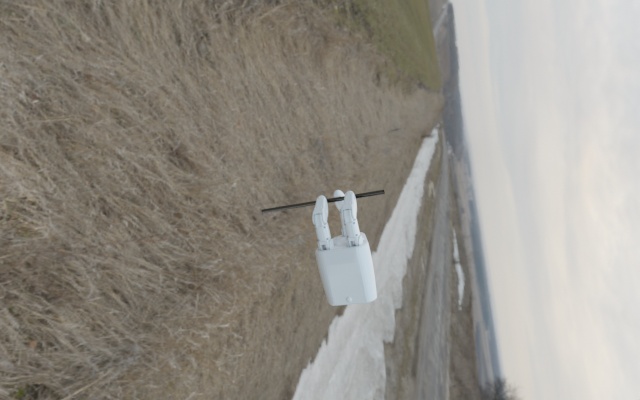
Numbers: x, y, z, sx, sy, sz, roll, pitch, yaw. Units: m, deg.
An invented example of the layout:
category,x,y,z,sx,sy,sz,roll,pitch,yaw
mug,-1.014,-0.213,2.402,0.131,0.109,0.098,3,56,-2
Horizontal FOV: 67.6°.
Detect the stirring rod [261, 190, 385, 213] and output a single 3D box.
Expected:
category,x,y,z,sx,sy,sz,roll,pitch,yaw
stirring rod,0.000,0.003,0.884,0.239,0.011,0.011,-9,-3,19
